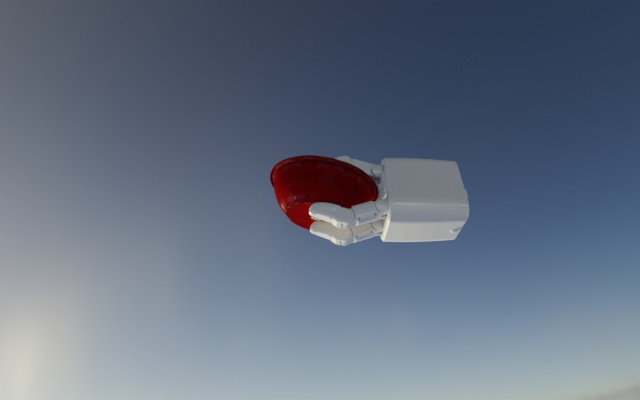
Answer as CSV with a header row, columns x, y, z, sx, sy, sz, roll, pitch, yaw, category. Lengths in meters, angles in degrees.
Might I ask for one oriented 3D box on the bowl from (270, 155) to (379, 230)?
x,y,z,sx,sy,sz,roll,pitch,yaw,category
-0.001,0.003,0.689,0.162,0.055,0.162,9,-28,5,bowl
